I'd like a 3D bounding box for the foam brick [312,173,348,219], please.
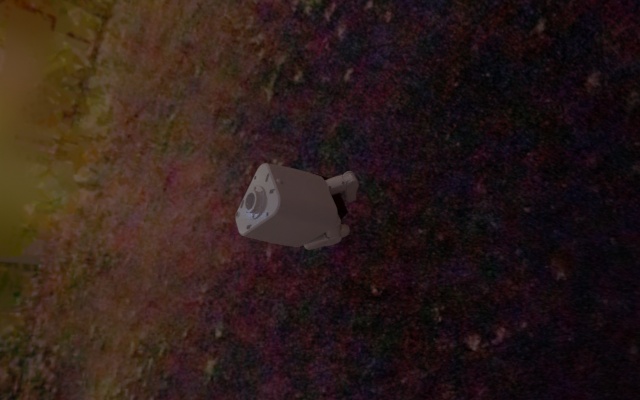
[{"bbox_3d":[0.000,0.002,0.787,0.051,0.078,0.053,15,-51,-39],"label":"foam brick"}]
